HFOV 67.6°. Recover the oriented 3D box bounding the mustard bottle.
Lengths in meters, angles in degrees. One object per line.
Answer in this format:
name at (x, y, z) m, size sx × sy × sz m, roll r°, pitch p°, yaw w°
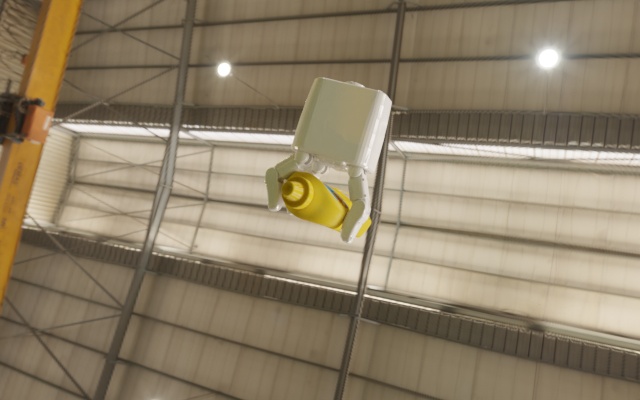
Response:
mustard bottle at (0.000, 0.003, 0.664) m, size 0.096 × 0.058 × 0.192 m, roll 41°, pitch 8°, yaw 26°
